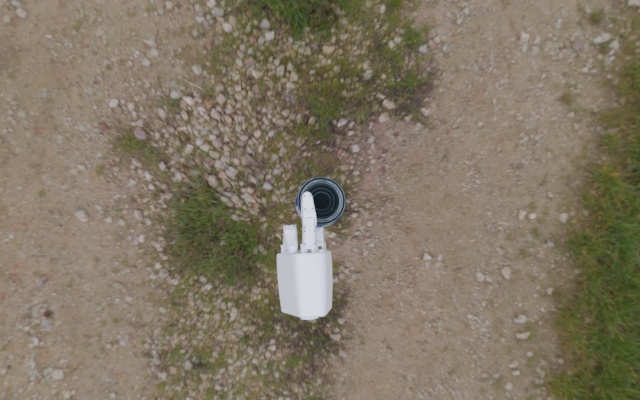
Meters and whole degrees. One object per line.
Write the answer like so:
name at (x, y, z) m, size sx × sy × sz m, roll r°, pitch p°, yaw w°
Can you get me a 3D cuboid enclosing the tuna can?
tuna can at (0.000, 0.003, 0.824) m, size 0.086 × 0.086 × 0.034 m, roll 0°, pitch -8°, yaw -6°
